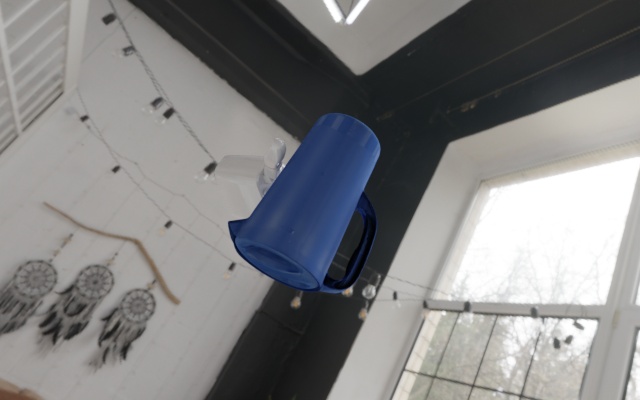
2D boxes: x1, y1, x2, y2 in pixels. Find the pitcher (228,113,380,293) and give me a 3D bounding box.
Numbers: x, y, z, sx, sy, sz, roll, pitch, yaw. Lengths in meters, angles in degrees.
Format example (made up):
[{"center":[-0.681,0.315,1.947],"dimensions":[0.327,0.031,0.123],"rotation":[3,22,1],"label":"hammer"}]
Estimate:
[{"center":[0.000,0.002,0.676],"dimensions":[0.145,0.242,0.149],"rotation":[8,-32,39],"label":"pitcher"}]
